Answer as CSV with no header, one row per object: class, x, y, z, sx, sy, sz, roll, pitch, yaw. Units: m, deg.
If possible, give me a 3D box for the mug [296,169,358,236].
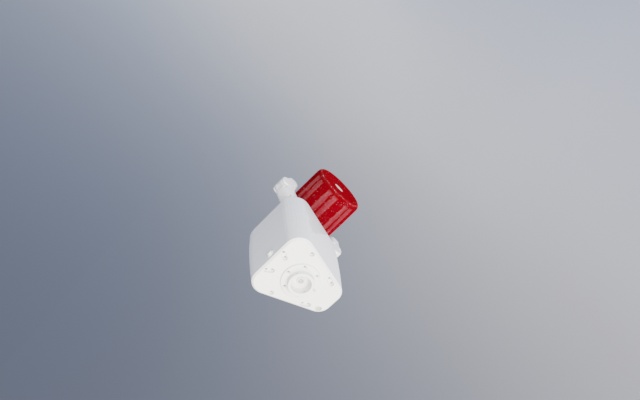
mug,0.000,0.002,0.725,0.093,0.081,0.117,40,16,-22
